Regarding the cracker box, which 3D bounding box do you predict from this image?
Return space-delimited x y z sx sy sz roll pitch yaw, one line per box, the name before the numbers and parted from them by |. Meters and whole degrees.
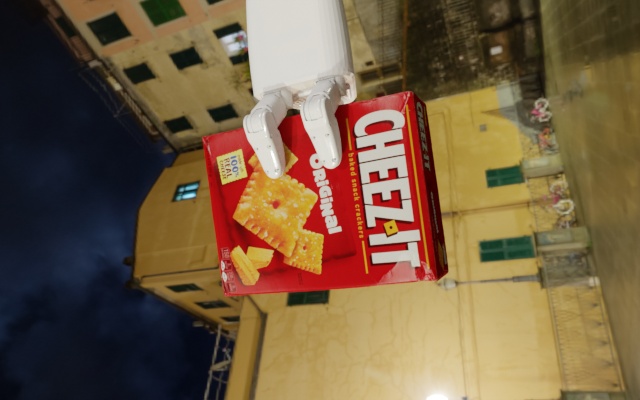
cracker box | 0.000 0.002 0.457 0.214 0.164 0.072 -8 -2 22
